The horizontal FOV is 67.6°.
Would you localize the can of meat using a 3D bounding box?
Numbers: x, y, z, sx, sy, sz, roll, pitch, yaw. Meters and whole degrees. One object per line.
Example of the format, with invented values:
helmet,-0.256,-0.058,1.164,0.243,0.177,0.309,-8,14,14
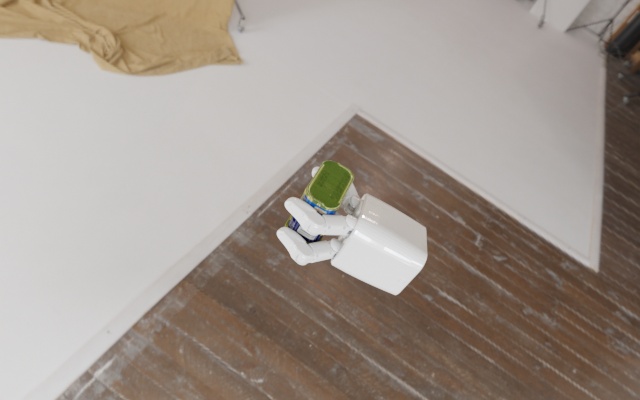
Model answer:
can of meat,0.000,0.002,0.682,0.057,0.084,0.102,30,42,0
